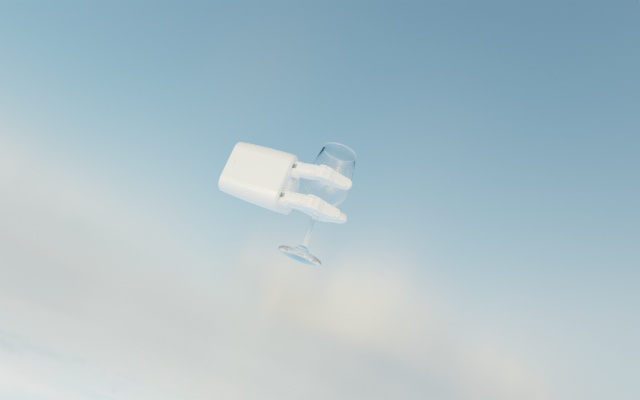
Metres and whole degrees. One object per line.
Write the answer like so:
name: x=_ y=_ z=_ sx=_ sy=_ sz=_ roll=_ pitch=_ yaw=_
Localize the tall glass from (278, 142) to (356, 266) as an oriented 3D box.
tall glass: x=0.000 y=0.003 z=0.800 sx=0.079 sy=0.201 sz=0.079 roll=19 pitch=-20 yaw=7
